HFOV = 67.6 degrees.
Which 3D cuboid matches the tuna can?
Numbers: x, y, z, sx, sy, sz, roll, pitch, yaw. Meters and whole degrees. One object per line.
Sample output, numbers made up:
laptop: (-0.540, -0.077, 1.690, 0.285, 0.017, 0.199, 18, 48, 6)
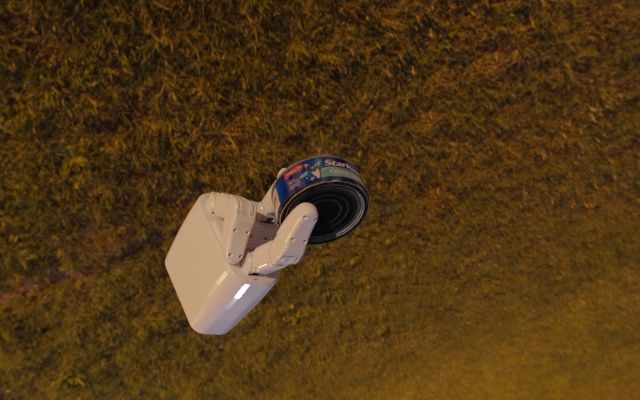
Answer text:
tuna can: (0.000, 0.002, 0.433, 0.086, 0.033, 0.086, -10, -43, -10)
